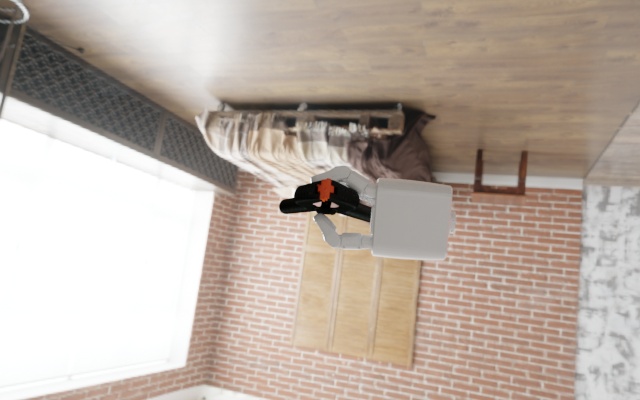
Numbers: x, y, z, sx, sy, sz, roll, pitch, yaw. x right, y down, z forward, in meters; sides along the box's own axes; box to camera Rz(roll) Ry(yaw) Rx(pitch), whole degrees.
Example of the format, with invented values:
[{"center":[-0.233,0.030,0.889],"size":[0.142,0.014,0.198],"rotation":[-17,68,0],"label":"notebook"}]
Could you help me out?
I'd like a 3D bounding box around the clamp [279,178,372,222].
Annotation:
[{"center":[0.000,0.003,0.721],"size":[0.164,0.036,0.210],"rotation":[3,-10,9],"label":"clamp"}]
